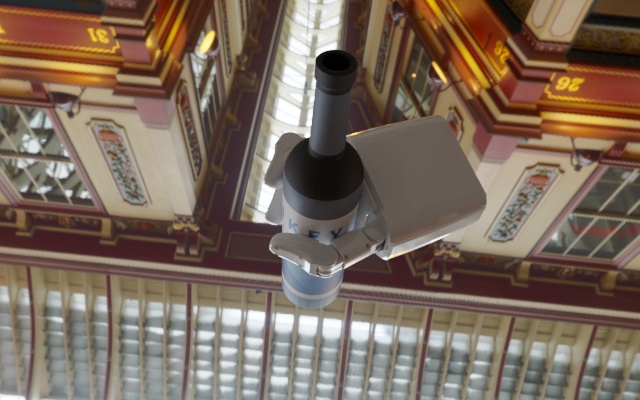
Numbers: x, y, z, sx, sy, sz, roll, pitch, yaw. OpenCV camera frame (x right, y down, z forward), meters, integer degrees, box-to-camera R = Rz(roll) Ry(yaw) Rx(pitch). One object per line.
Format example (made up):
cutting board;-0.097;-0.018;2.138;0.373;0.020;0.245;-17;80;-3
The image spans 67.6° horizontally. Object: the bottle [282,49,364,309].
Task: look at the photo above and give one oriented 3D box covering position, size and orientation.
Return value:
bottle;0.000;0.002;0.421;0.069;0.069;0.296;0;-38;-5
